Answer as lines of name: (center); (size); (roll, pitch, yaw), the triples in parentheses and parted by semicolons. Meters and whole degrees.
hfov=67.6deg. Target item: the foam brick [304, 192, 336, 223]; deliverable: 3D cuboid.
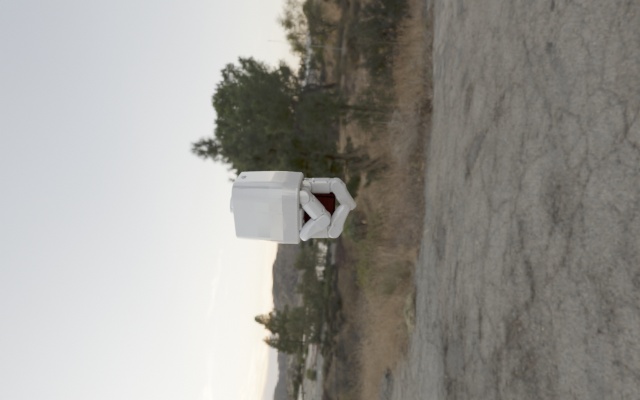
foam brick: (0.000, 0.003, 0.826); (0.051, 0.053, 0.078); (2, 19, 2)
